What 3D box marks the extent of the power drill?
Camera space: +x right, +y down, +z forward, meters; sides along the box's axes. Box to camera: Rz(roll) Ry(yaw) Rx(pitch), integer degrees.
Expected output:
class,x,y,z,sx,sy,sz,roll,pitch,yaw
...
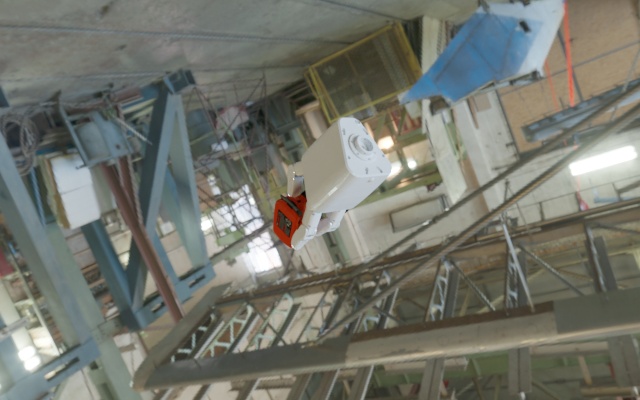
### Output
class,x,y,z,sx,sy,sz,roll,pitch,yaw
power drill,0.000,0.003,0.862,0.187,0.057,0.185,-38,-23,-28
